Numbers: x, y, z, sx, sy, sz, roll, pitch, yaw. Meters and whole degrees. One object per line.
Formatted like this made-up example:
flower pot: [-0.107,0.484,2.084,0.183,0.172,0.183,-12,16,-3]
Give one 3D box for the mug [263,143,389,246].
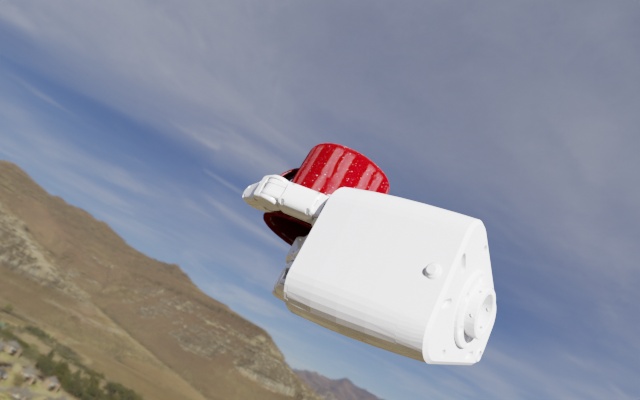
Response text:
mug: [-0.001,0.001,0.431,0.117,0.081,0.093,15,-24,36]
